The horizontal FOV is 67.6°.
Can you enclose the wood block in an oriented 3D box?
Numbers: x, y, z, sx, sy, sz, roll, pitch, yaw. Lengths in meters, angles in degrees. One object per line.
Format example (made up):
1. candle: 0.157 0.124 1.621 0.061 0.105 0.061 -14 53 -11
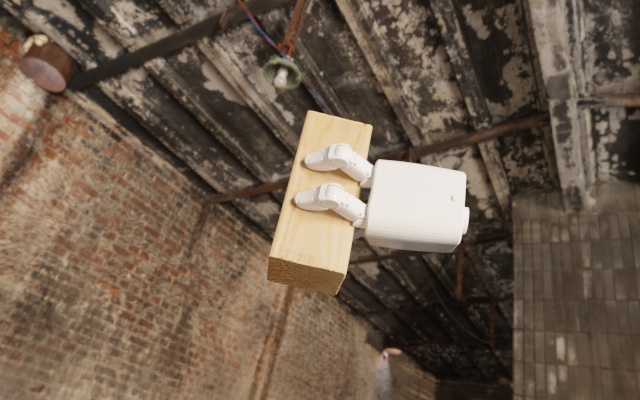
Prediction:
1. wood block: 0.000 0.002 0.606 0.090 0.206 0.091 13 -28 -1
